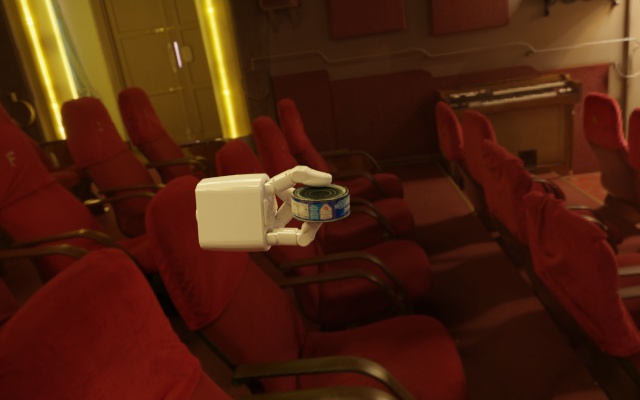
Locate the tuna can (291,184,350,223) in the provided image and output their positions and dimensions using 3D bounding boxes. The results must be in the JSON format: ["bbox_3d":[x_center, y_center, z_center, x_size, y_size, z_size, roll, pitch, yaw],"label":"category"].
[{"bbox_3d":[0.000,0.002,0.695,0.086,0.034,0.086,-2,19,1],"label":"tuna can"}]
